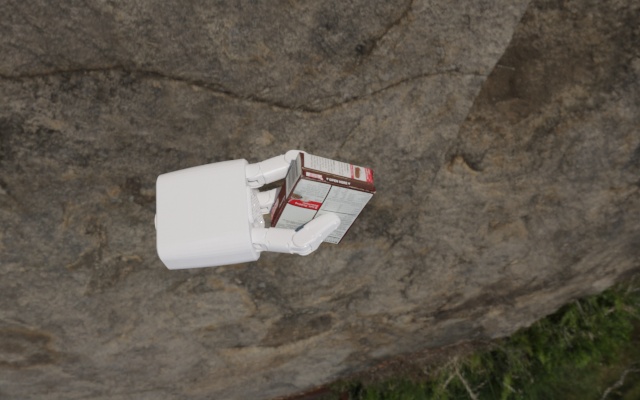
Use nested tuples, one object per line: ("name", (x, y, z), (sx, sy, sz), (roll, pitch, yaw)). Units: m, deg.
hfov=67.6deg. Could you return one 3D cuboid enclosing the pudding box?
("pudding box", (0.000, 0.002, 0.550), (0.090, 0.039, 0.114), (11, -38, -18))
